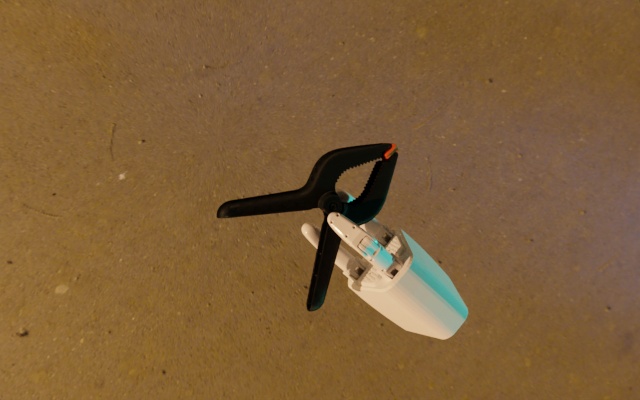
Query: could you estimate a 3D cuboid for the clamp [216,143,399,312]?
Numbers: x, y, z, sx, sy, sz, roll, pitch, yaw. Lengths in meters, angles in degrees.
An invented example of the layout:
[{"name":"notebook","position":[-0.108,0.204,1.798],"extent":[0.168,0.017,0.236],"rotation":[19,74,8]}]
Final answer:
[{"name":"clamp","position":[0.001,0.002,0.540],"extent":[0.164,0.210,0.036],"rotation":[41,-2,-17]}]
